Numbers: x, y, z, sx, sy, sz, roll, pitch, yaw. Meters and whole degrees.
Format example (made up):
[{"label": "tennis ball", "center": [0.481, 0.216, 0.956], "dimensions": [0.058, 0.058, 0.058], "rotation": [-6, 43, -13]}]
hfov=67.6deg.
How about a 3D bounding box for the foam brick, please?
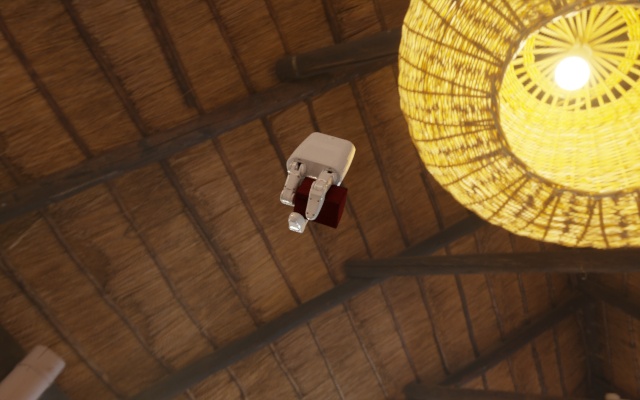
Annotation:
[{"label": "foam brick", "center": [0.000, 0.003, 0.793], "dimensions": [0.078, 0.053, 0.051], "rotation": [17, 37, 11]}]
